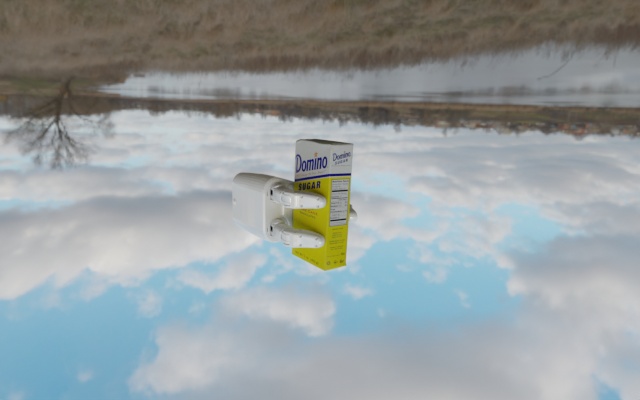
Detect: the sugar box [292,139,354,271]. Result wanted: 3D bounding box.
[{"bbox_3d":[0.000,0.002,0.684,0.048,0.176,0.093,-8,14,-34],"label":"sugar box"}]
